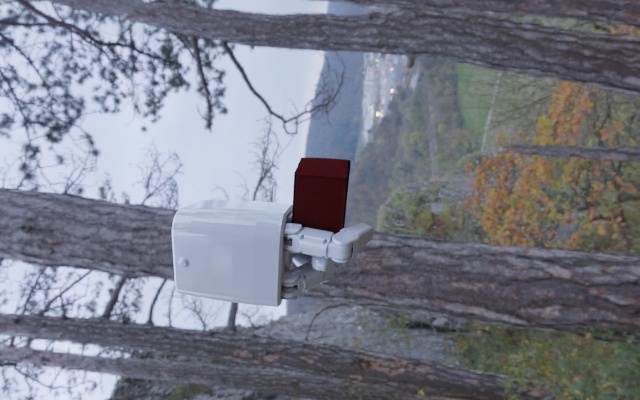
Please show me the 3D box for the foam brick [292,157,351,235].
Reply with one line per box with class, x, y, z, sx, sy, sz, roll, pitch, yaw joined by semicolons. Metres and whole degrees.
foam brick;0.000;0.001;0.477;0.051;0.078;0.053;6;24;5
